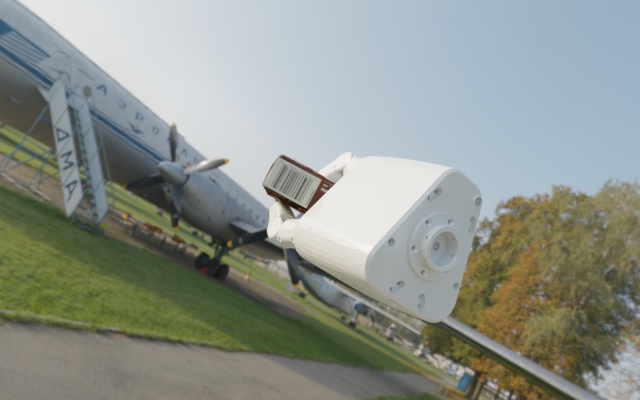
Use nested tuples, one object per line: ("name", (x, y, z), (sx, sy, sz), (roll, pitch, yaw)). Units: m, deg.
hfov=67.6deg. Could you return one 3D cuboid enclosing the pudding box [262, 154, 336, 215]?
("pudding box", (0.000, 0.001, 0.480), (0.113, 0.039, 0.090), (30, -7, 0))
